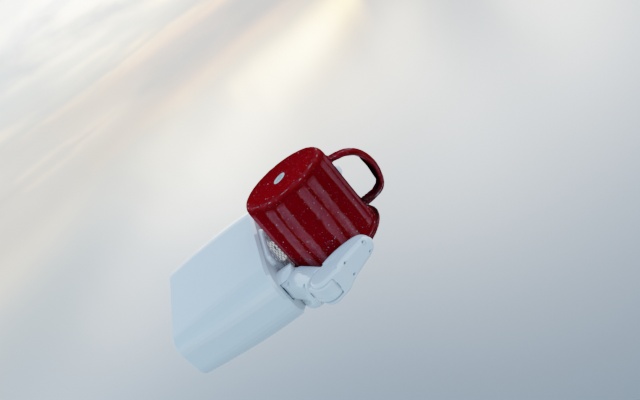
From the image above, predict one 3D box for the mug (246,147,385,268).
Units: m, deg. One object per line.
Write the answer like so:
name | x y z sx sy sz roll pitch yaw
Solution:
mug | 0.001 0.000 0.410 0.117 0.081 0.093 -37 22 8
